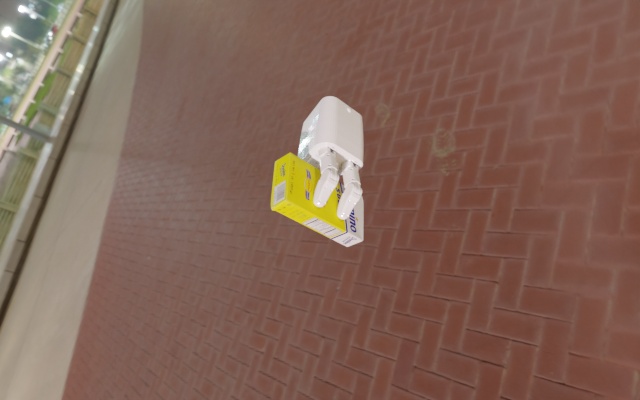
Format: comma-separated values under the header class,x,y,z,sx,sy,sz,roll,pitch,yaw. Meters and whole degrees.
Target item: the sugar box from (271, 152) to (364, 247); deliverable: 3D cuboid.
class,x,y,z,sx,sy,sz,roll,pitch,yaw
sugar box,0.000,0.002,0.789,0.176,0.093,0.048,26,-38,-34
